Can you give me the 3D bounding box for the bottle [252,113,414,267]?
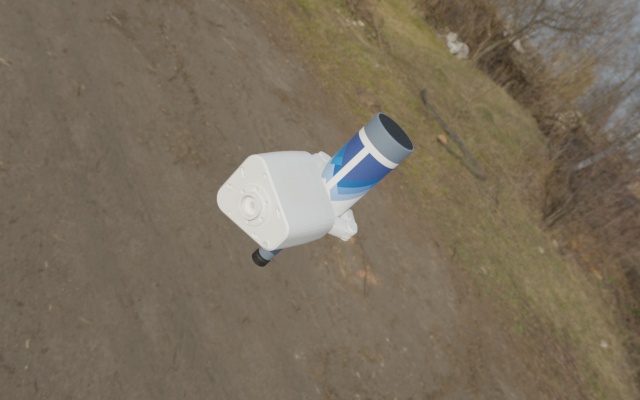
[{"bbox_3d":[0.000,0.002,0.672,0.296,0.069,0.069,-43,-23,27],"label":"bottle"}]
